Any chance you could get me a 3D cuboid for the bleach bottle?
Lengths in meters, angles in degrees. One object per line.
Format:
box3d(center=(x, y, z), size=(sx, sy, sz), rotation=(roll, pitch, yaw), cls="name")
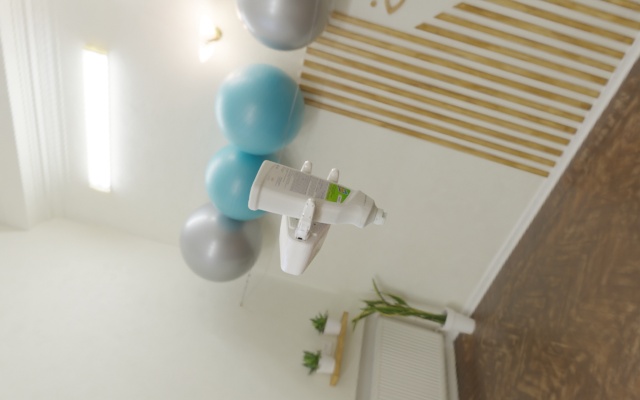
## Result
box3d(center=(0.000, 0.003, 0.895), size=(0.251, 0.068, 0.102), rotation=(17, 43, 0), cls="bleach bottle")
